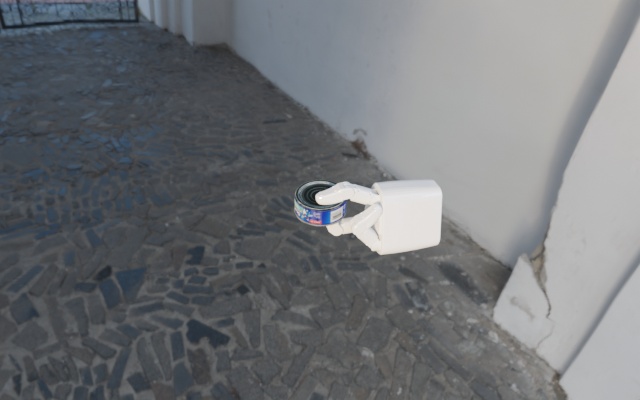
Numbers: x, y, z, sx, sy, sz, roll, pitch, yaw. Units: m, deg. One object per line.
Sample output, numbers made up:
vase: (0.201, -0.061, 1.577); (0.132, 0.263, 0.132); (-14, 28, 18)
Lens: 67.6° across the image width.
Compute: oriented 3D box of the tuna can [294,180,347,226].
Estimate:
tuna can: (0.000, 0.002, 0.776); (0.086, 0.034, 0.086); (0, 37, 0)
